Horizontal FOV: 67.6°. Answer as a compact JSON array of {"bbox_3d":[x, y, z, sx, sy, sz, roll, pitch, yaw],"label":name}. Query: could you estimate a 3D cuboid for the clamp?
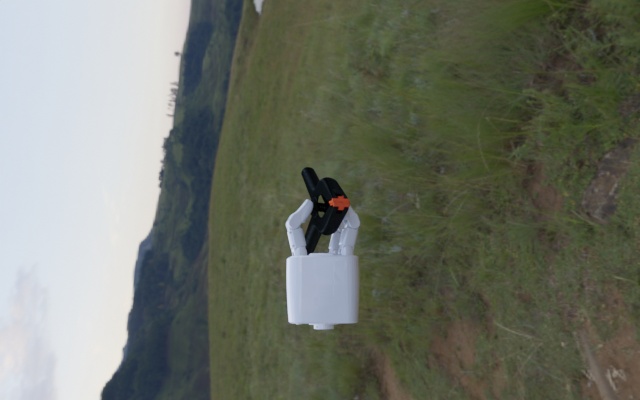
[{"bbox_3d":[0.000,0.003,0.815,0.036,0.164,0.210,1,-12,-17],"label":"clamp"}]
